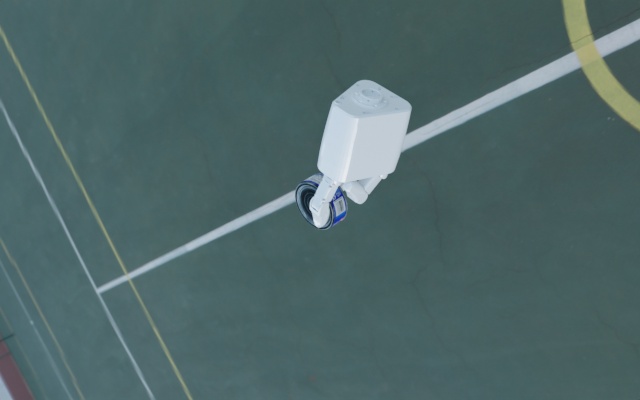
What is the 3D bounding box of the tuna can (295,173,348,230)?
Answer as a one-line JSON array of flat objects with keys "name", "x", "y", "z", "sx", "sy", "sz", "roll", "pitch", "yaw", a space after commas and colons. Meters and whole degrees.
[{"name": "tuna can", "x": 0.000, "y": 0.003, "z": 0.751, "sx": 0.033, "sy": 0.086, "sz": 0.086, "roll": -33, "pitch": 21, "yaw": -36}]
